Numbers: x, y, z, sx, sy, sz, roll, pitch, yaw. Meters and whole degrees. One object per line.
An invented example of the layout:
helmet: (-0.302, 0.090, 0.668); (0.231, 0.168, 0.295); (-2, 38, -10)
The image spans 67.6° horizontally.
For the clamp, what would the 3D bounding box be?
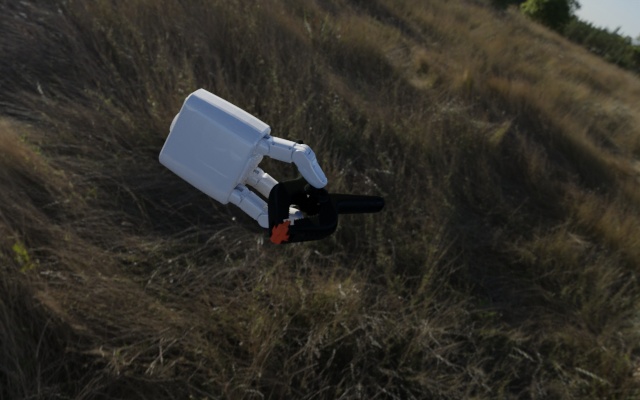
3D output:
clamp: (0.000, 0.002, 0.626); (0.164, 0.036, 0.210); (31, 33, 0)
